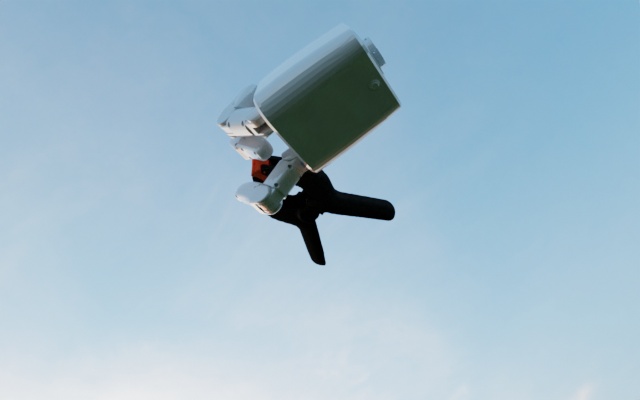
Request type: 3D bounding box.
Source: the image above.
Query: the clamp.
[{"bbox_3d":[0.000,0.001,0.520,0.120,0.039,0.171,-34,-50,13],"label":"clamp"}]
